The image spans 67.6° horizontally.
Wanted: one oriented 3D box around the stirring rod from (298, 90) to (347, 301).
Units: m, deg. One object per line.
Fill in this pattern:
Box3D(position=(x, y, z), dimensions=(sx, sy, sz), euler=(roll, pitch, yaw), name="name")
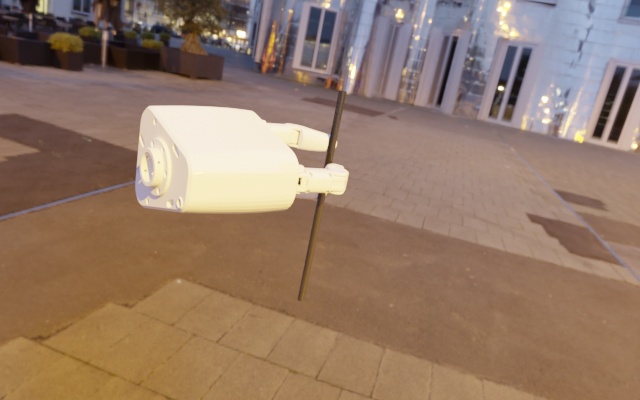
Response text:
Box3D(position=(0.000, 0.002, 0.520), dimensions=(0.011, 0.239, 0.011), euler=(10, 16, -3), name="stirring rod")
